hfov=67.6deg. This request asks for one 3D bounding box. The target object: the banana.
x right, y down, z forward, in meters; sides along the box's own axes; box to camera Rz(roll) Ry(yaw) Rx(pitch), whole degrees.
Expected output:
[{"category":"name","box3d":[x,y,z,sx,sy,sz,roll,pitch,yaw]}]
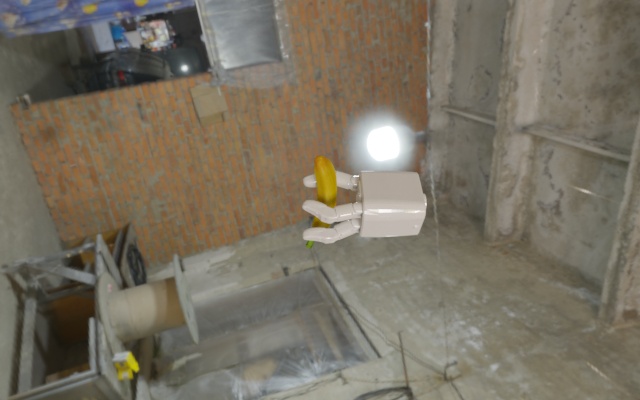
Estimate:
[{"category":"banana","box3d":[0.006,-0.005,0.845,0.037,0.198,0.069,15,37,13]}]
